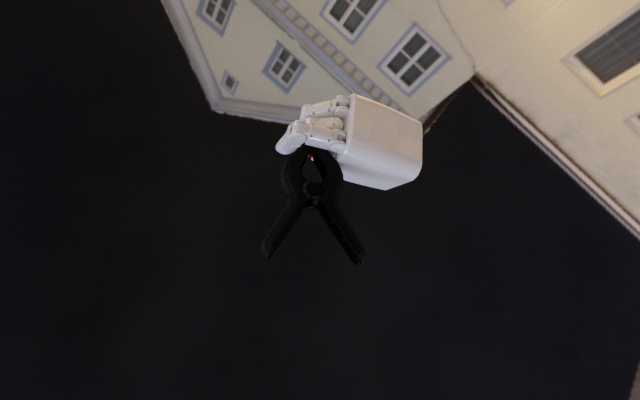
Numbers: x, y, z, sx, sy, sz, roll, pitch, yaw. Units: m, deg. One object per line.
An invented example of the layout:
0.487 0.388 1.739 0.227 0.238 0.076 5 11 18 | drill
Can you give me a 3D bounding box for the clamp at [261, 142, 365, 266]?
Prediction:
0.000 0.002 0.574 0.120 0.171 0.039 15 -27 -14 | clamp
